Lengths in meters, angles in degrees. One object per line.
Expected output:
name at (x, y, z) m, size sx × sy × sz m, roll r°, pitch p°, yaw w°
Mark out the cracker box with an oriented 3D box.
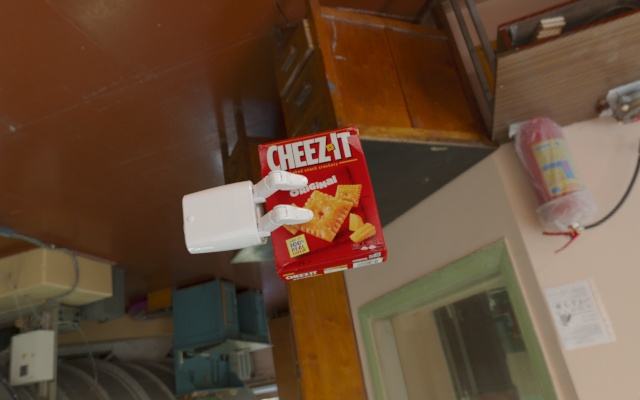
cracker box at (0.000, 0.003, 0.738) m, size 0.164 × 0.213 × 0.072 m, roll -11°, pitch -22°, yaw 0°
